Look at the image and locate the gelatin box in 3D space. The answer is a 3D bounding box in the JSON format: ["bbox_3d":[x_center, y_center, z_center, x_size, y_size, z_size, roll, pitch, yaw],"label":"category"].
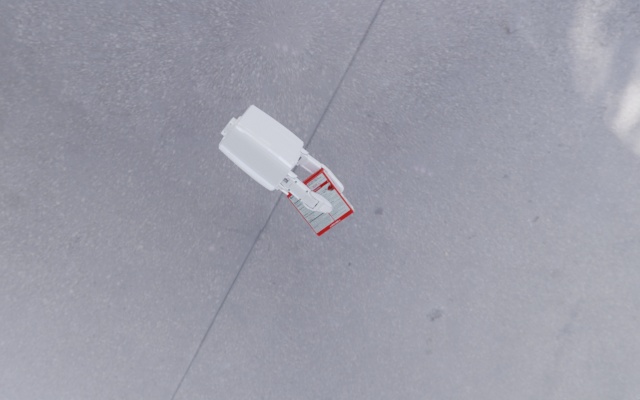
[{"bbox_3d":[0.000,0.003,0.781,0.073,0.089,0.030,-36,11,10],"label":"gelatin box"}]
